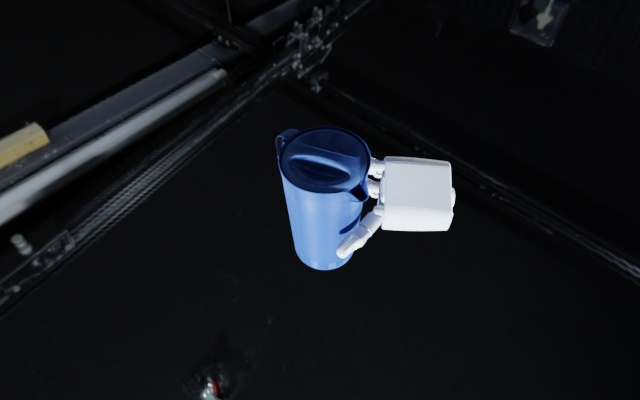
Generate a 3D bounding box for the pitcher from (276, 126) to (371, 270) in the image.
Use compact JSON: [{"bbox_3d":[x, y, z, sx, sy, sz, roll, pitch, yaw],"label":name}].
[{"bbox_3d":[0.000,0.003,0.777,0.145,0.149,0.243,1,-38,1],"label":"pitcher"}]
